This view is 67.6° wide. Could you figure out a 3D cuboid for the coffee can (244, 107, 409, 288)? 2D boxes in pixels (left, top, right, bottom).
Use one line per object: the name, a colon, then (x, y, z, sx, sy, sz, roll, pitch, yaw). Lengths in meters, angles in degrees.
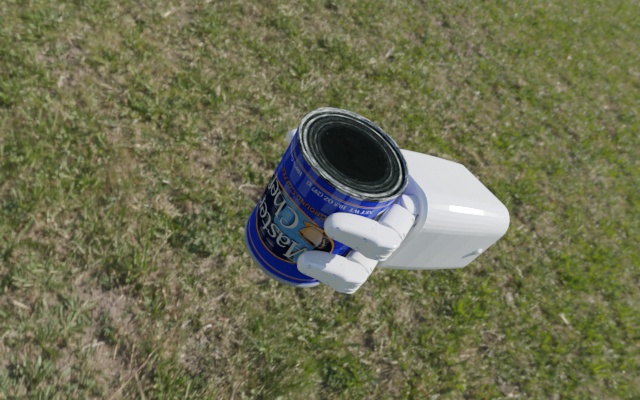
coffee can: (0.000, 0.001, 0.438, 0.103, 0.102, 0.140, 0, -37, -31)
